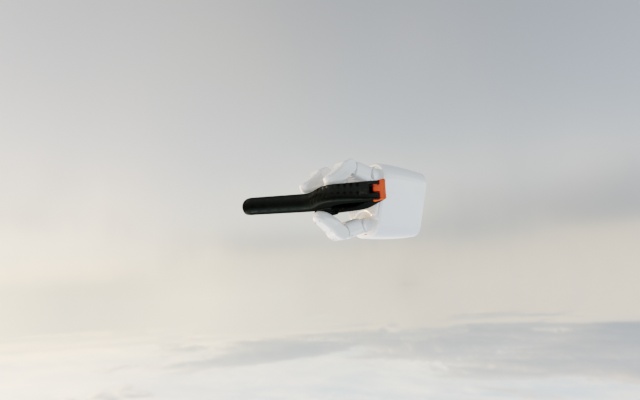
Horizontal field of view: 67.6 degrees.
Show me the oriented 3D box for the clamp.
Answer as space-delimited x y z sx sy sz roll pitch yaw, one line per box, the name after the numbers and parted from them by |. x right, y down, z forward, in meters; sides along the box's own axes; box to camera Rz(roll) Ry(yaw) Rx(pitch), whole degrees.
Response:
0.001 0.003 0.687 0.164 0.036 0.210 6 -15 -39 | clamp
